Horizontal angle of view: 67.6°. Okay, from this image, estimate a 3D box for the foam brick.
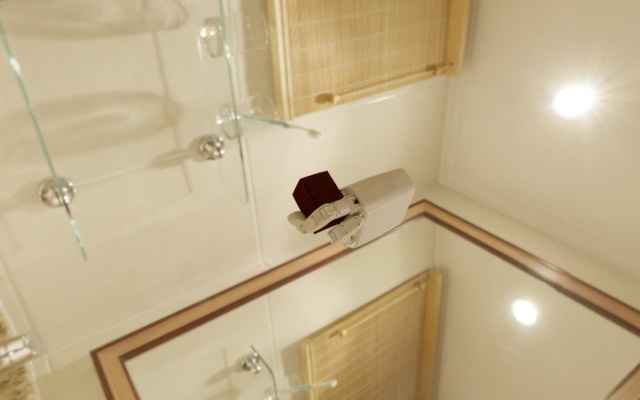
[{"bbox_3d":[0.000,0.002,0.737,0.051,0.078,0.053,-22,-17,-28],"label":"foam brick"}]
